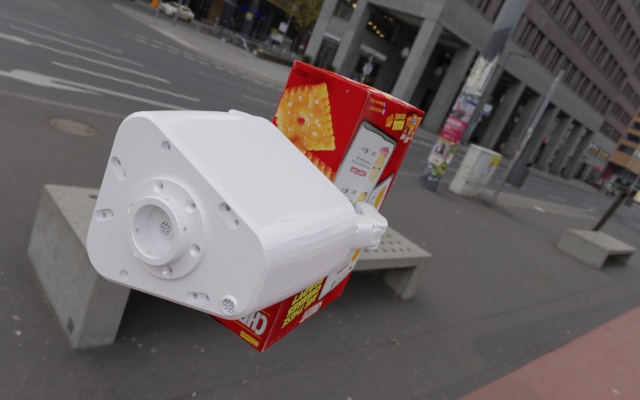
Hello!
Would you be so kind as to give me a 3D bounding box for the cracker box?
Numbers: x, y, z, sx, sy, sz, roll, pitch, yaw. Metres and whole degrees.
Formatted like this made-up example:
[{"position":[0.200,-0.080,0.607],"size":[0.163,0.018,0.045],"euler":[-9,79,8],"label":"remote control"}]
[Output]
[{"position":[0.000,0.001,0.421],"size":[0.072,0.214,0.164],"euler":[29,16,20],"label":"cracker box"}]
